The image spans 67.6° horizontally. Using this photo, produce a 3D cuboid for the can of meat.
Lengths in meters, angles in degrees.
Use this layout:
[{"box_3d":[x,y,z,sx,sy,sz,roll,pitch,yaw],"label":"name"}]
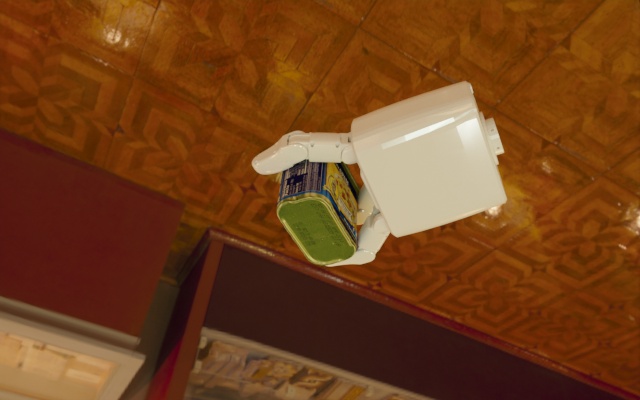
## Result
[{"box_3d":[0.000,0.002,0.469,0.057,0.083,0.102,-15,-48,19],"label":"can of meat"}]
